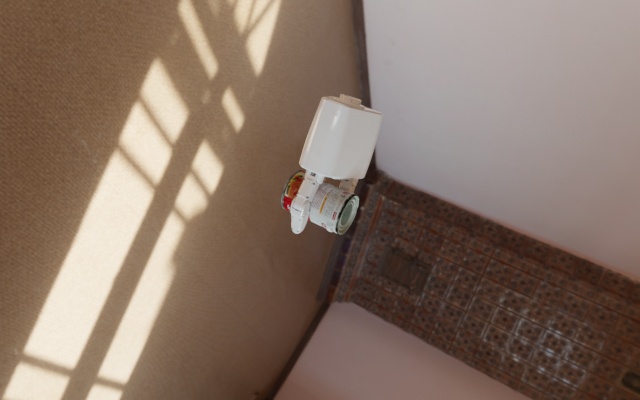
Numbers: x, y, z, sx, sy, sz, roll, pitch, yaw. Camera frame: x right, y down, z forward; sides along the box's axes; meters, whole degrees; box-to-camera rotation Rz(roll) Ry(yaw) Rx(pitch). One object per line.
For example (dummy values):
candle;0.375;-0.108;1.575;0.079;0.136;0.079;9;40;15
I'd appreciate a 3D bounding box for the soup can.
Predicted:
soup can;0.000;0.003;0.739;0.102;0.068;0.068;24;9;22
